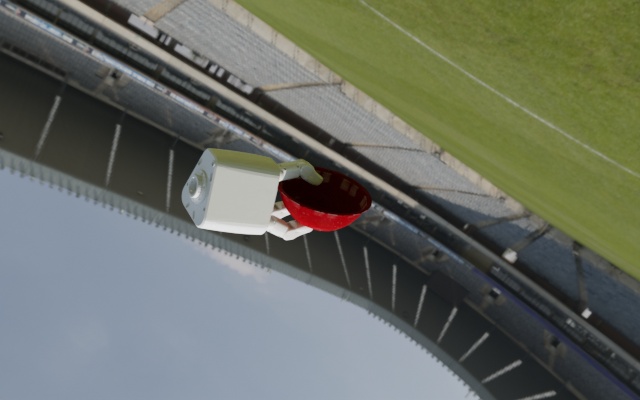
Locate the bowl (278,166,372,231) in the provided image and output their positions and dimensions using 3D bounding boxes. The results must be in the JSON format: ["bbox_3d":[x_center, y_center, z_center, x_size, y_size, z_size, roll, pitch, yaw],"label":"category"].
[{"bbox_3d":[0.001,0.003,0.788,0.162,0.055,0.162,12,28,-6],"label":"bowl"}]
